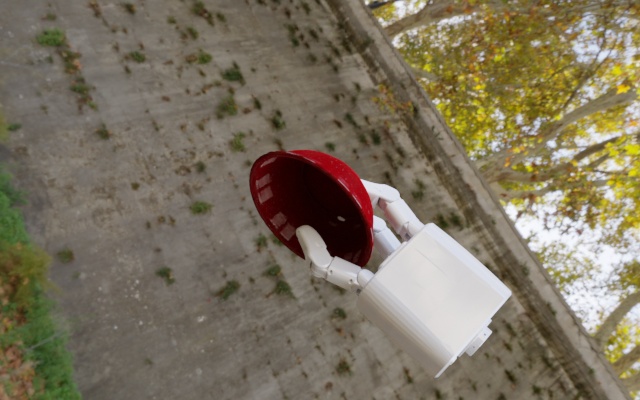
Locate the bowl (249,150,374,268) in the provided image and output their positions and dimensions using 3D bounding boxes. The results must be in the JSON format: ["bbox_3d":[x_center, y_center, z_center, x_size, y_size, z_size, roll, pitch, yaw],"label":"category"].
[{"bbox_3d":[-0.001,0.001,0.527,0.162,0.162,0.055,0,36,43],"label":"bowl"}]
